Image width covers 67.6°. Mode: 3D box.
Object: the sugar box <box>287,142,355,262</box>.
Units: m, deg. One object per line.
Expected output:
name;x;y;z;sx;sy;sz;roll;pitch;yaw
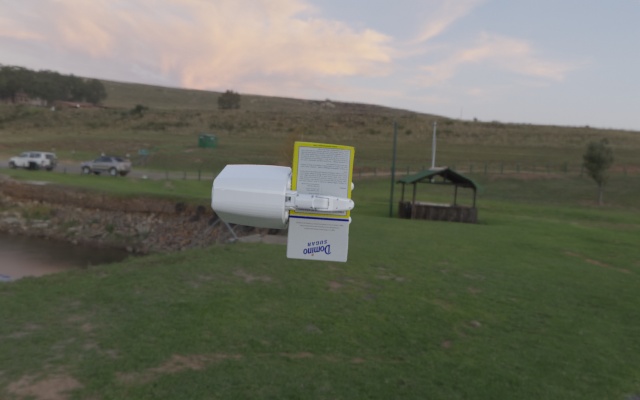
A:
sugar box;0.000;0.002;0.732;0.093;0.176;0.048;5;2;0
